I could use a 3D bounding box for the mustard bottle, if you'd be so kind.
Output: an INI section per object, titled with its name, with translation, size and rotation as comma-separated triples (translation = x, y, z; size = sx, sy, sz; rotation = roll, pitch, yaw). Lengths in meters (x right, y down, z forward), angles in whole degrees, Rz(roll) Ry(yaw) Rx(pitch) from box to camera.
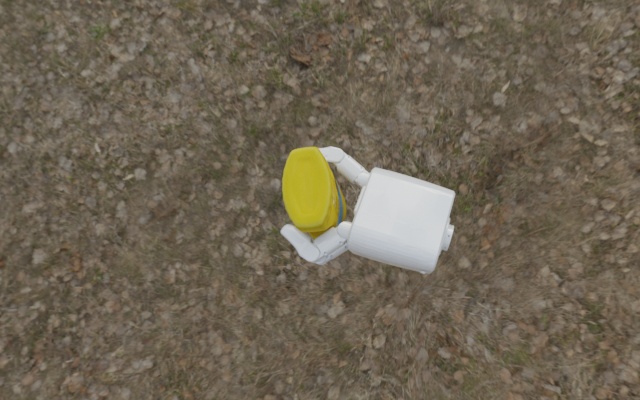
[mustard bottle]
translation = 0.000, 0.002, 0.624
size = 0.058, 0.096, 0.192
rotation = -8, -12, 8
